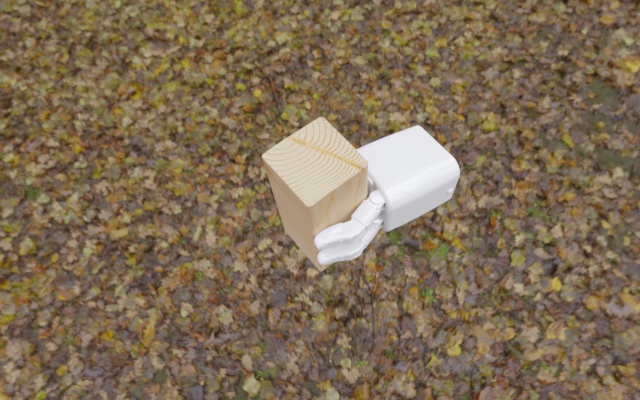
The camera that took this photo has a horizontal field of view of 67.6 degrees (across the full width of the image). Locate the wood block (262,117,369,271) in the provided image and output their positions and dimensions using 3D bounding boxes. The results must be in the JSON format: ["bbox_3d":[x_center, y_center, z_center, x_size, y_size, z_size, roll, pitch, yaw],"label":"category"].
[{"bbox_3d":[0.000,0.002,0.626,0.090,0.090,0.206,-36,-25,-14],"label":"wood block"}]
